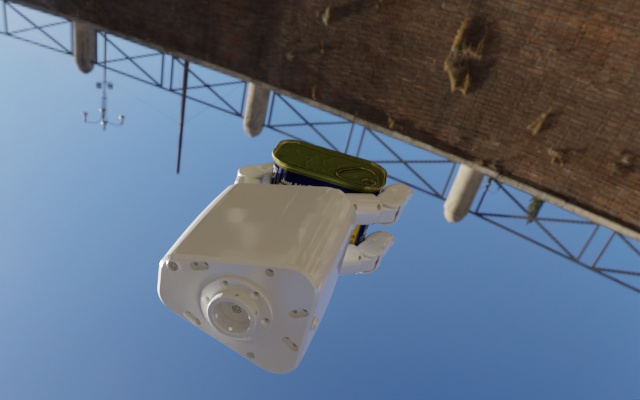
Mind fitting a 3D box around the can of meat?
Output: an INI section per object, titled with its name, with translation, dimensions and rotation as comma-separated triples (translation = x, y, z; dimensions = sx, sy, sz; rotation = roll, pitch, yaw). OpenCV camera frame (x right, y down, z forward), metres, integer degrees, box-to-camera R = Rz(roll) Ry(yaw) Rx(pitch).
[can of meat]
translation = 0.000, 0.002, 0.439
dimensions = 0.102, 0.084, 0.057
rotation = 16, 28, 2
